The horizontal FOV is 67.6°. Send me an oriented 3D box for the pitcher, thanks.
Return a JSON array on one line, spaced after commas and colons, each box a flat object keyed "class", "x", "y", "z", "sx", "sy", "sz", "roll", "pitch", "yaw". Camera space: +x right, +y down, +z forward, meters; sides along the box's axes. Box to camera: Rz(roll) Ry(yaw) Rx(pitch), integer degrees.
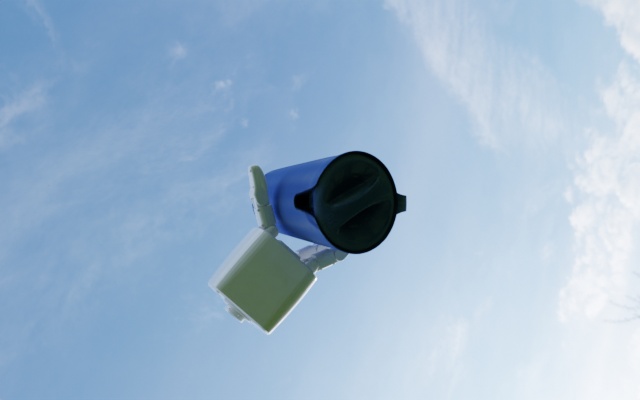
[{"class": "pitcher", "x": 0.000, "y": 0.002, "z": 0.717, "sx": 0.149, "sy": 0.145, "sz": 0.243, "roll": 49, "pitch": -22, "yaw": -22}]
